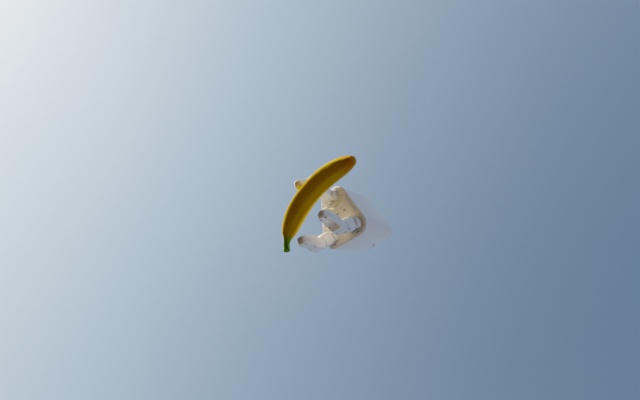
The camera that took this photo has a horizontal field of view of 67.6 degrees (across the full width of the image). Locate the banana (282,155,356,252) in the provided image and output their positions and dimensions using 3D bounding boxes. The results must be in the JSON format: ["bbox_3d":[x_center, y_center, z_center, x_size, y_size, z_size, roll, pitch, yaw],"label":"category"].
[{"bbox_3d":[-0.011,-0.005,0.804,0.037,0.198,0.069,20,21,-45],"label":"banana"}]
